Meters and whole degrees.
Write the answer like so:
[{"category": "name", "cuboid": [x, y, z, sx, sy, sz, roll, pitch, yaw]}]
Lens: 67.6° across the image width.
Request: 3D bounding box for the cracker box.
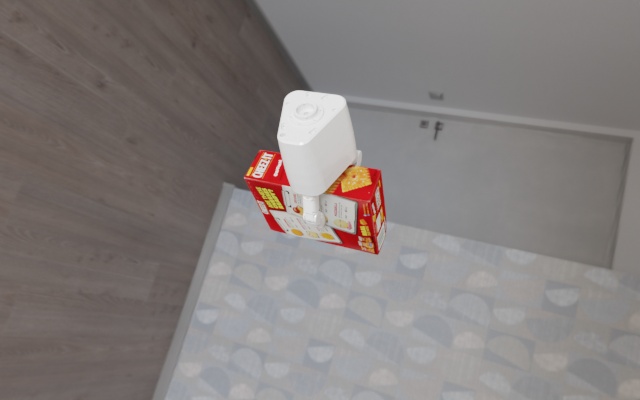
[{"category": "cracker box", "cuboid": [0.000, 0.003, 0.807, 0.213, 0.072, 0.164, 12, -32, 20]}]
